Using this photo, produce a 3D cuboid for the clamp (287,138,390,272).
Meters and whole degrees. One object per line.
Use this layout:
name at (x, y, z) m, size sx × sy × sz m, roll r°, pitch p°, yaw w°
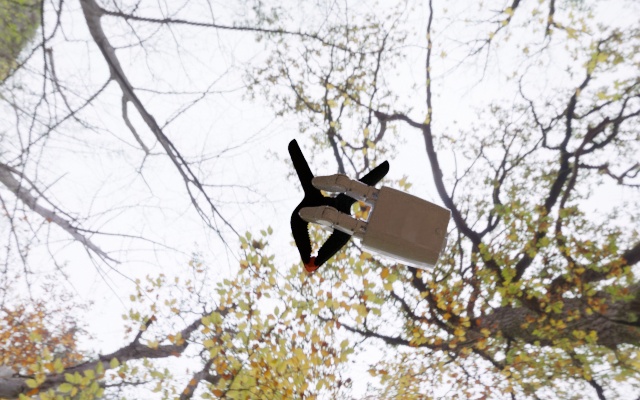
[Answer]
clamp at (0.000, 0.003, 0.721) m, size 0.164 × 0.210 × 0.036 m, roll 19°, pitch -24°, yaw 6°
